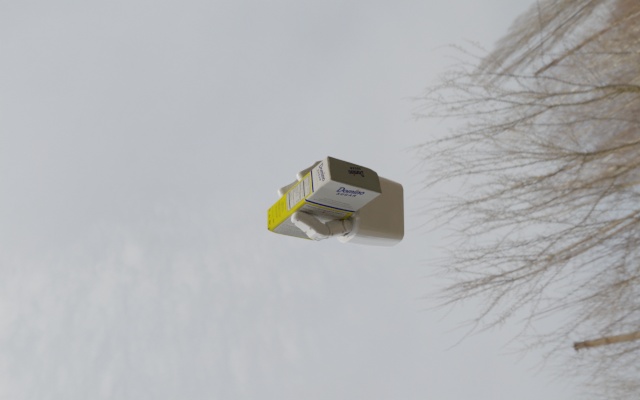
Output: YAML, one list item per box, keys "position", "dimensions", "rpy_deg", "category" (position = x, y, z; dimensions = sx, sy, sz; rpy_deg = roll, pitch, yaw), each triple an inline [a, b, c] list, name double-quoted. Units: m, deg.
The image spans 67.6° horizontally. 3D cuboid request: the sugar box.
- position: [0.000, 0.002, 0.723]
  dimensions: [0.093, 0.048, 0.176]
  rpy_deg: [14, -36, -32]
  category: "sugar box"
